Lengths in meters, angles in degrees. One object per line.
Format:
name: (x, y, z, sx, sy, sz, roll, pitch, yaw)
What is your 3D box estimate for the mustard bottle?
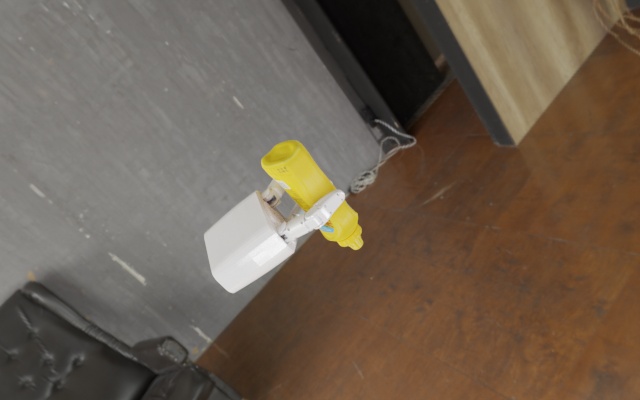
mustard bottle: (0.000, 0.002, 0.682, 0.192, 0.058, 0.096, 50, -16, -23)
